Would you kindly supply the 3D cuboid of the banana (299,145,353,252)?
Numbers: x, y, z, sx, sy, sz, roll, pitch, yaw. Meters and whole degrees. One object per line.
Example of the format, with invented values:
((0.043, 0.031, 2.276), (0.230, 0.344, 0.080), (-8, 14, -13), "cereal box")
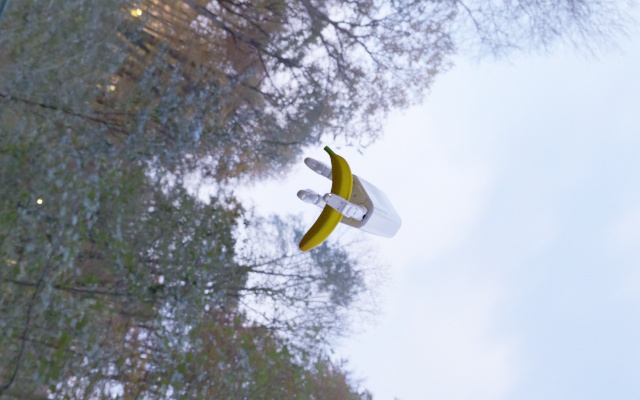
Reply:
((0.017, 0.003, 0.858), (0.069, 0.198, 0.037), (13, -4, 30), "banana")
